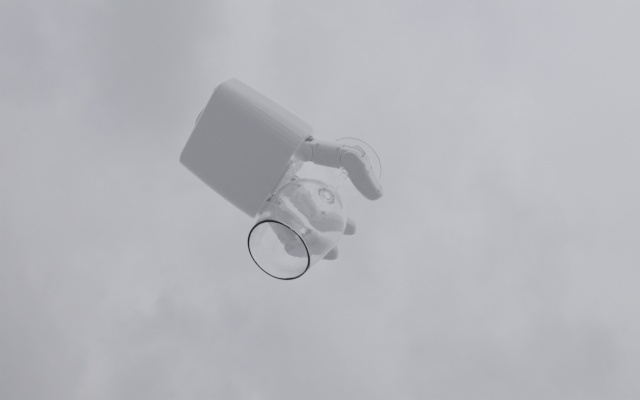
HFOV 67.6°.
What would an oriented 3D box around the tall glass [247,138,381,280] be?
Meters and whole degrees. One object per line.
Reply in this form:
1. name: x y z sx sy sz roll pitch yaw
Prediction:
1. tall glass: 0.000 0.001 0.500 0.079 0.079 0.201 0 26 25
